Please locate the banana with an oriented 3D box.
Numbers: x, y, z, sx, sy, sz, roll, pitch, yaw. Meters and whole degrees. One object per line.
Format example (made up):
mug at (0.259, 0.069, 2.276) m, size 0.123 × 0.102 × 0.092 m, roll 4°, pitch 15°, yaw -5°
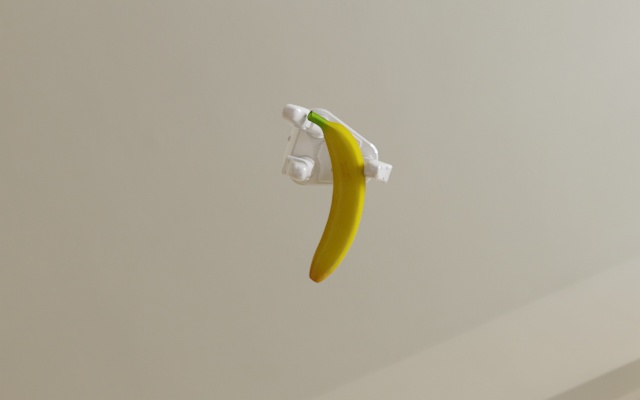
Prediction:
banana at (0.018, -0.003, 0.547) m, size 0.069 × 0.198 × 0.037 m, roll -4°, pitch 12°, yaw -11°
